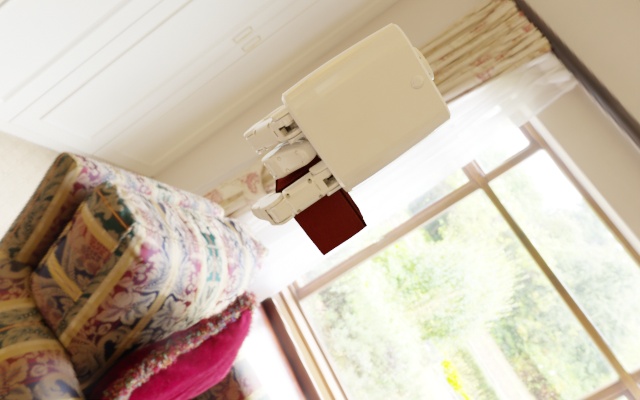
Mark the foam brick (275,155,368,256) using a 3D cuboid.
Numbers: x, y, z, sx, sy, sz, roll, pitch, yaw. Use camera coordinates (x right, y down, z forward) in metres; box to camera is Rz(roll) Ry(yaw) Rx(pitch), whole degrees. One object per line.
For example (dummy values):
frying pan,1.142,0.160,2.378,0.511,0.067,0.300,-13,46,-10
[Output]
foam brick,0.000,0.002,0.449,0.051,0.078,0.053,-34,18,6
